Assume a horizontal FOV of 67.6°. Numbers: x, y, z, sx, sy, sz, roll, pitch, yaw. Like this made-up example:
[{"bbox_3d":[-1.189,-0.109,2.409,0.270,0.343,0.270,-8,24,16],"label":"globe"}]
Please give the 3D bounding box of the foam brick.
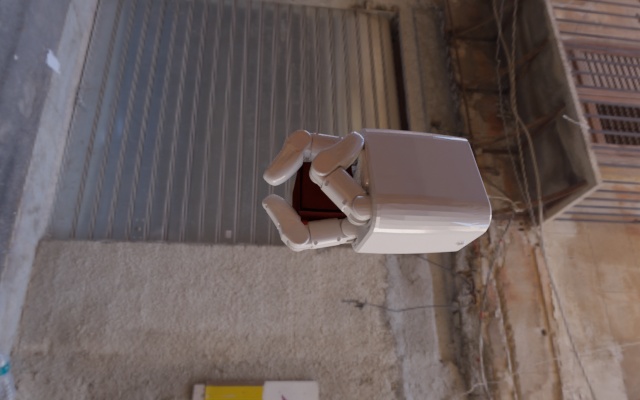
[{"bbox_3d":[0.000,0.002,0.482,0.051,0.053,0.078,2,-22,-8],"label":"foam brick"}]
